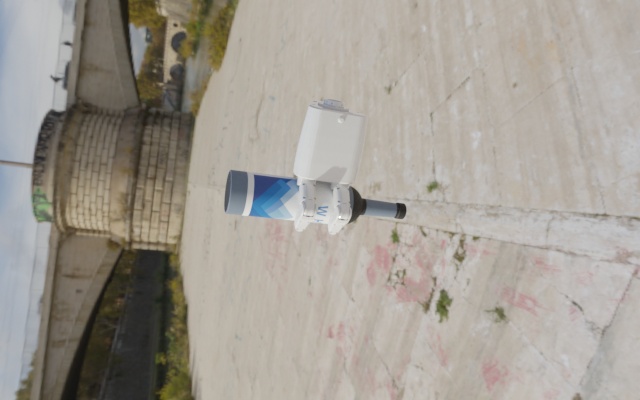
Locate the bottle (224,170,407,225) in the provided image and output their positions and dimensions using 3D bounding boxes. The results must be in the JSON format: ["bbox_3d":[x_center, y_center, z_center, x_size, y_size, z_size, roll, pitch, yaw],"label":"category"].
[{"bbox_3d":[0.000,0.003,0.760,0.296,0.069,0.069,6,-2,-18],"label":"bottle"}]
